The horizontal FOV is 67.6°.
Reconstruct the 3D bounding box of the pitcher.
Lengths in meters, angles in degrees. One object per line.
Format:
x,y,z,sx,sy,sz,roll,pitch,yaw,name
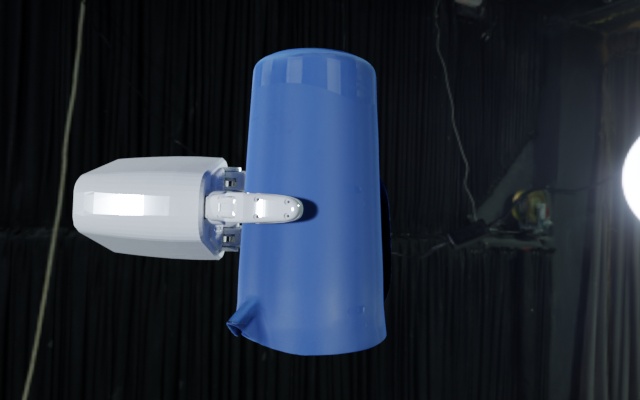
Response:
0.000,0.001,0.428,0.145,0.243,0.149,1,0,1,pitcher
